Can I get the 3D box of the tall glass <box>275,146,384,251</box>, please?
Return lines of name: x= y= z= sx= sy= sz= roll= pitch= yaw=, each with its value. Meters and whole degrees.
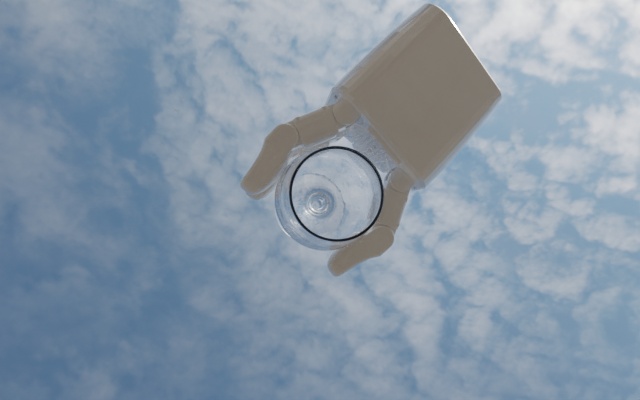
tall glass: x=0.000 y=0.002 z=0.403 sx=0.079 sy=0.079 sz=0.201 roll=0 pitch=-3 yaw=-6
